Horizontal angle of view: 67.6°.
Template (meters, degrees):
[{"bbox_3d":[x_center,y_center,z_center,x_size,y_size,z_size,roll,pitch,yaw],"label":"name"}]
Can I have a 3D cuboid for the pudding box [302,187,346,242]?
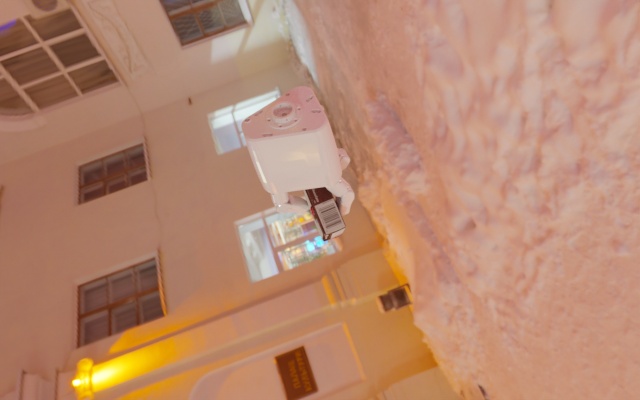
[{"bbox_3d":[0.000,0.002,0.737,0.039,0.113,0.090,-20,-10,-3],"label":"pudding box"}]
